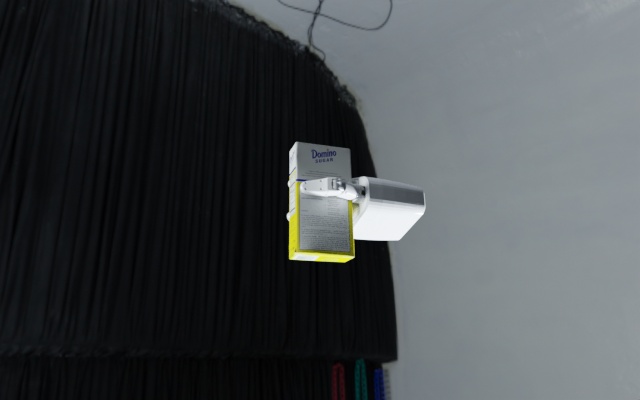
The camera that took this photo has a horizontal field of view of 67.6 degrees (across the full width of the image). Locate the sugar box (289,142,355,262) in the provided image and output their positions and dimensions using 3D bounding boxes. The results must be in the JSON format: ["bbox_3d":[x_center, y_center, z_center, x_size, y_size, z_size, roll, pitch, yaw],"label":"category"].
[{"bbox_3d":[0.000,0.003,0.733,0.093,0.176,0.048,6,-22,-18],"label":"sugar box"}]
